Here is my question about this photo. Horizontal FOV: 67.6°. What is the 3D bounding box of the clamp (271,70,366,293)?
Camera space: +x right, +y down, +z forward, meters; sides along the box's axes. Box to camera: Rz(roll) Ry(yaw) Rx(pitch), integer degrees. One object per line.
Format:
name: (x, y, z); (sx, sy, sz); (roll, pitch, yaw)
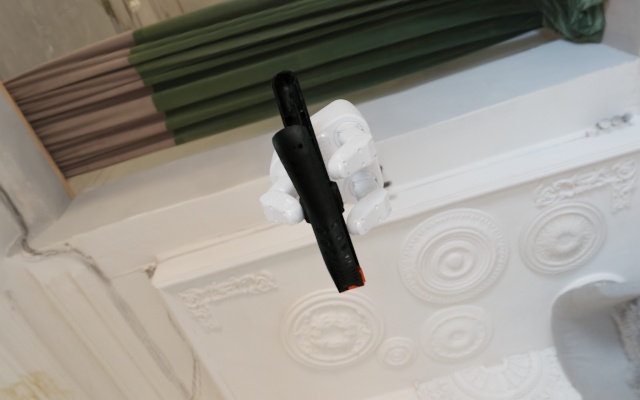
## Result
clamp: (-0.001, 0.002, 0.408); (0.036, 0.210, 0.164); (-17, 22, 5)
